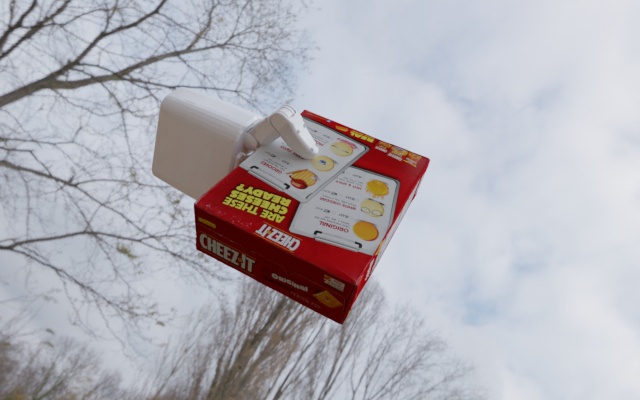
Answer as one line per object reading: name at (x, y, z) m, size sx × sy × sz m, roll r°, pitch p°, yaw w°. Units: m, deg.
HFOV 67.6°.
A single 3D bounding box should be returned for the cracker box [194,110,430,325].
cracker box at (0.000, 0.001, 0.498) m, size 0.164 × 0.072 × 0.213 m, roll 24°, pitch 43°, yaw 14°
